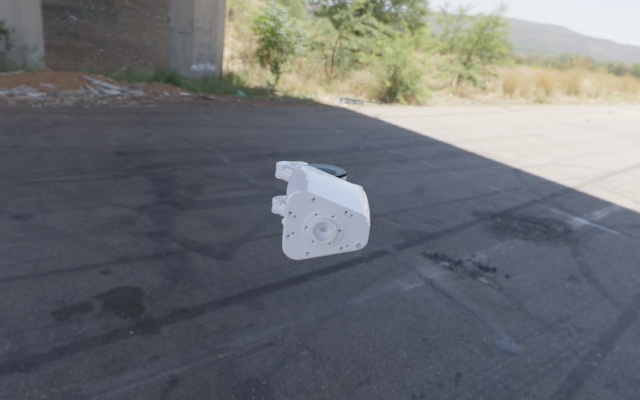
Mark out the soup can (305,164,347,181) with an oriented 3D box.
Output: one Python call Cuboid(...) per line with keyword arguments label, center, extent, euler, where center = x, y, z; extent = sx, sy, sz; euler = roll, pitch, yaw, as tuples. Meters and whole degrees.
Cuboid(label="soup can", center=(0.000, 0.002, 0.716), extent=(0.068, 0.102, 0.068), euler=(6, 19, -2))
